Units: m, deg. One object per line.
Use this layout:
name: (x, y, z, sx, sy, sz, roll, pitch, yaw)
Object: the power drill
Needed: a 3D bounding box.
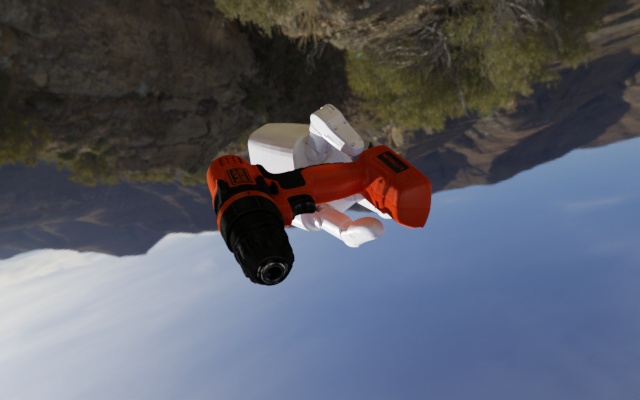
power drill: (0.000, 0.001, 0.428, 0.187, 0.057, 0.184, -6, 30, -19)
